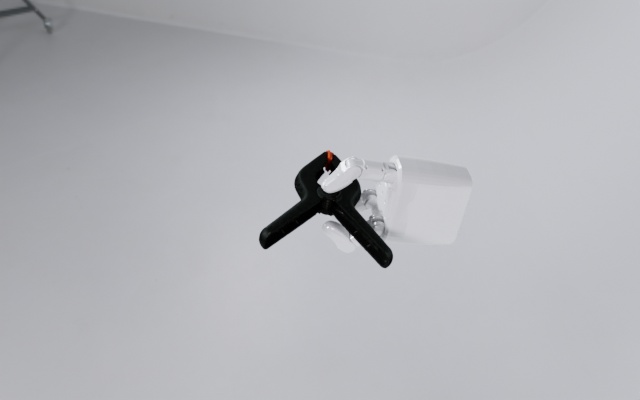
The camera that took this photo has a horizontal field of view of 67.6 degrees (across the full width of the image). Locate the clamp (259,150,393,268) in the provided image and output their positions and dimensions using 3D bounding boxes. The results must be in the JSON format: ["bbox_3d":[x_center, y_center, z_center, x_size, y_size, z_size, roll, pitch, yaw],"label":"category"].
[{"bbox_3d":[0.000,0.001,0.640,0.164,0.036,0.209,6,41,-12],"label":"clamp"}]
